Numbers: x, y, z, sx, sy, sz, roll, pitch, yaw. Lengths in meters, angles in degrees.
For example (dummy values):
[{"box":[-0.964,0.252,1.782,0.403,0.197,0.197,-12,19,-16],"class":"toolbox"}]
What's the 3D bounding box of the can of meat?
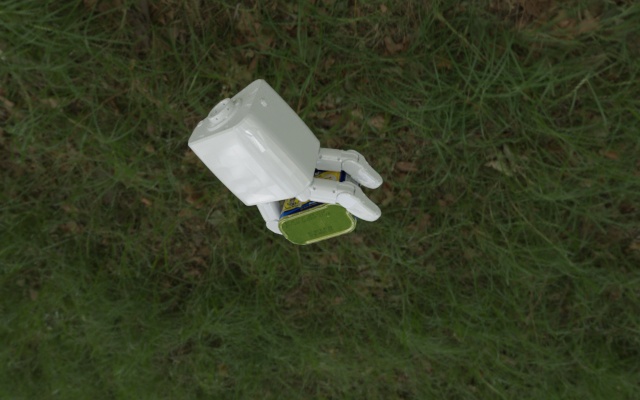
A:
[{"box":[0.000,0.002,0.601,0.102,0.084,0.057,-19,-52,26],"class":"can of meat"}]
